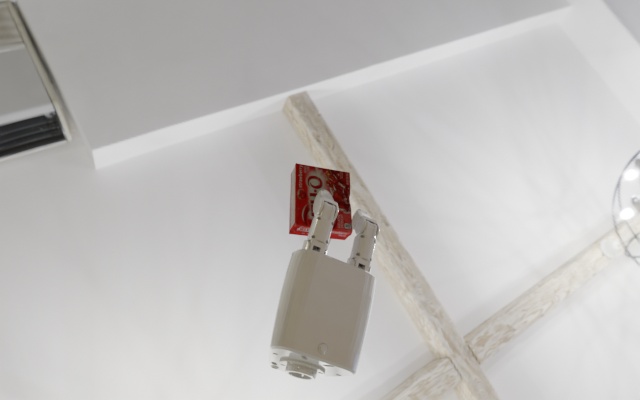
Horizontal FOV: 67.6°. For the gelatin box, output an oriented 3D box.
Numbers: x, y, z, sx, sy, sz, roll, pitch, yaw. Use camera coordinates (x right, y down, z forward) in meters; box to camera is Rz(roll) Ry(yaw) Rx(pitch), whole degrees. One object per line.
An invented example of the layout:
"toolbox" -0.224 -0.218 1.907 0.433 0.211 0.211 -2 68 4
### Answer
"gelatin box" 0.000 0.002 0.594 0.073 0.089 0.030 9 -31 -16
